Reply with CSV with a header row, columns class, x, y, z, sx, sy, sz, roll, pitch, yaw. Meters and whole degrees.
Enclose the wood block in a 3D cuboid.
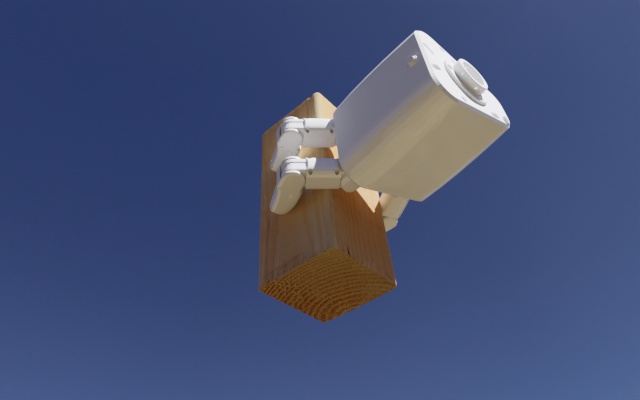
class,x,y,z,sx,sy,sz,roll,pitch,yaw
wood block,0.001,0.001,0.483,0.090,0.206,0.091,-33,-49,28
